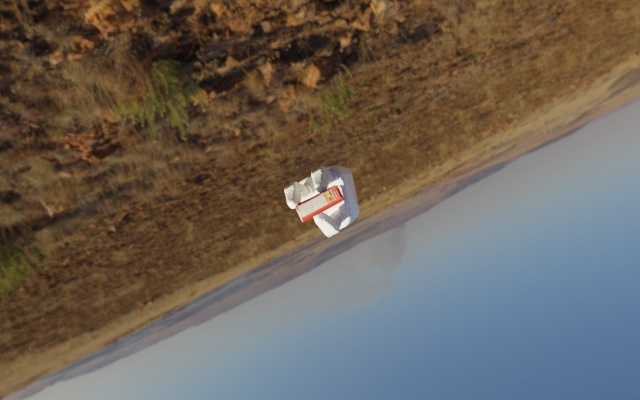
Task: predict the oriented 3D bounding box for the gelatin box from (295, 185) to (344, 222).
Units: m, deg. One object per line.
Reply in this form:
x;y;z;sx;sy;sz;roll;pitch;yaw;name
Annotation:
0.000;0.003;0.769;0.073;0.030;0.089;-27;1;3;gelatin box
